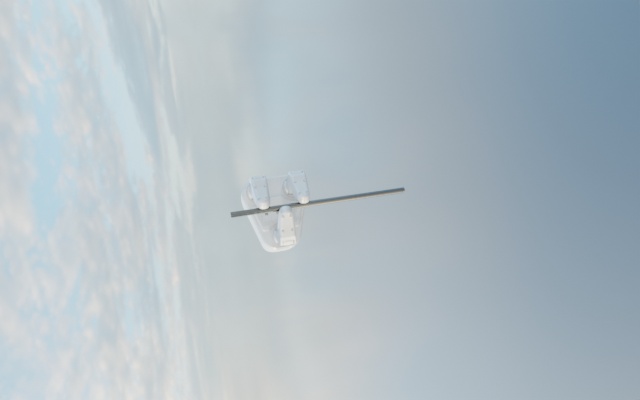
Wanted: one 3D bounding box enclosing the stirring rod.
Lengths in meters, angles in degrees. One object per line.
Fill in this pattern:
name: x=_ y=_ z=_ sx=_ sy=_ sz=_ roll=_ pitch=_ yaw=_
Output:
stirring rod: x=0.000 y=0.002 z=0.644 sx=0.239 sy=0.011 sz=0.011 roll=-8 pitch=2 yaw=-12
